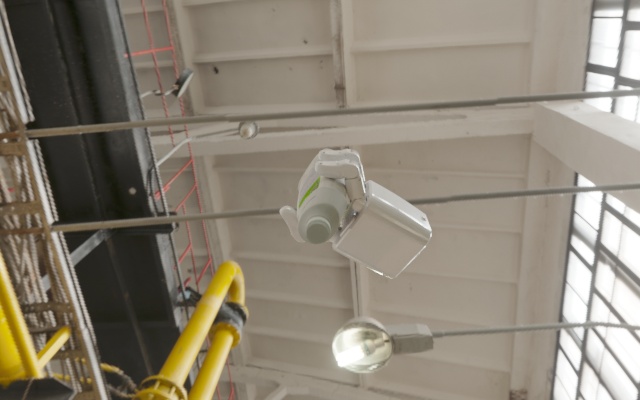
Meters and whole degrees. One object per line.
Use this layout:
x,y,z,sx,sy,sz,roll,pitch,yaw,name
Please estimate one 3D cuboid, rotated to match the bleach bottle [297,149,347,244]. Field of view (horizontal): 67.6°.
0.000,0.002,0.700,0.068,0.102,0.250,30,20,-7,bleach bottle
